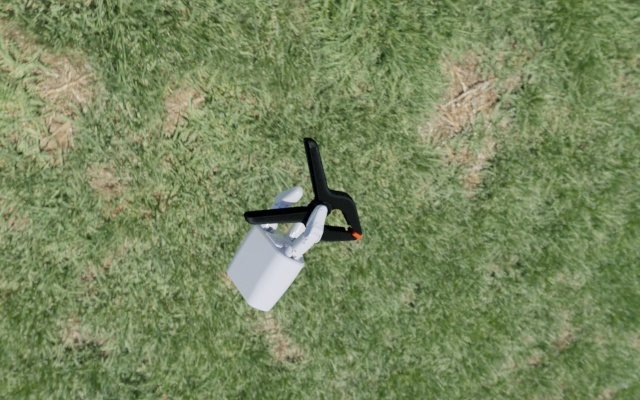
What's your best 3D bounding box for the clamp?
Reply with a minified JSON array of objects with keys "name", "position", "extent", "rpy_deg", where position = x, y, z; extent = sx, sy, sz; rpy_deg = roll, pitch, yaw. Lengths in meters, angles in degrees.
[{"name":"clamp","position":[0.001,0.003,0.785],"extent":[0.210,0.164,0.036],"rpy_deg":[27,13,-33]}]
